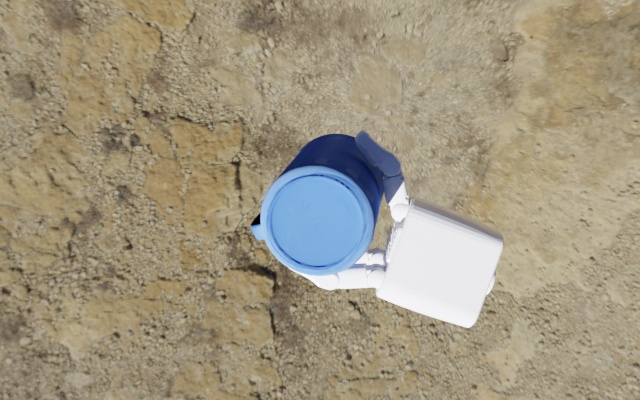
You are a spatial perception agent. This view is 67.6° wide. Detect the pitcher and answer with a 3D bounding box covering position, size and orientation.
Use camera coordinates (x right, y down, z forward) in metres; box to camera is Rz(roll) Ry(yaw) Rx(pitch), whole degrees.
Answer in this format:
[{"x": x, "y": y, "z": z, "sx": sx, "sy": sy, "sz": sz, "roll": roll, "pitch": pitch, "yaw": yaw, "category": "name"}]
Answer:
[{"x": 0.000, "y": 0.002, "z": 0.552, "sx": 0.145, "sy": 0.149, "sz": 0.242, "roll": 22, "pitch": 13, "yaw": 2, "category": "pitcher"}]
